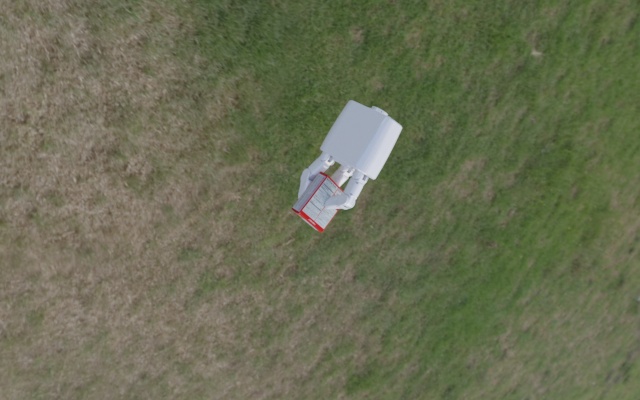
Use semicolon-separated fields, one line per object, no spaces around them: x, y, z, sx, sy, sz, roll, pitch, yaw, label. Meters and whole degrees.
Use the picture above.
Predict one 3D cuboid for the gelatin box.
0.000;0.003;0.880;0.030;0.089;0.073;28;-11;49;gelatin box
